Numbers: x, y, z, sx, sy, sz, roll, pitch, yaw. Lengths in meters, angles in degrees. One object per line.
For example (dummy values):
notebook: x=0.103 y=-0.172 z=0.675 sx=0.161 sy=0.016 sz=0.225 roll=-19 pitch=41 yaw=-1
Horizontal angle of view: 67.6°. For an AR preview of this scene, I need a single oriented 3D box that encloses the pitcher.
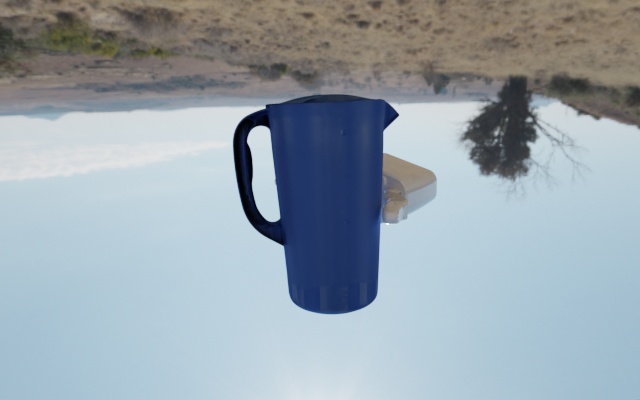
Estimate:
pitcher: x=0.000 y=0.002 z=0.553 sx=0.149 sy=0.243 sz=0.145 roll=6 pitch=15 yaw=34
